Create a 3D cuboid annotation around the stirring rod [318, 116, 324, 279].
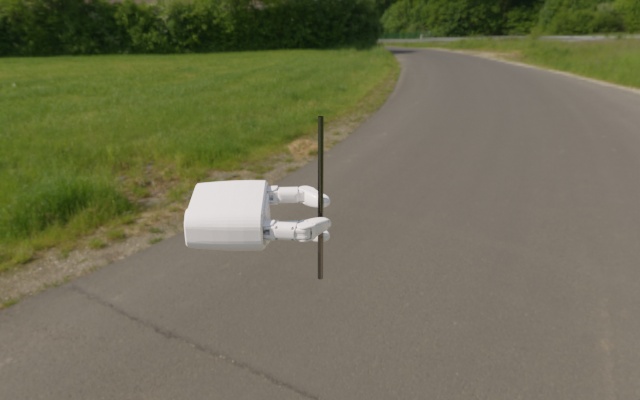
[{"bbox_3d":[0.000,0.002,0.673,0.011,0.240,0.011,0,19,0],"label":"stirring rod"}]
